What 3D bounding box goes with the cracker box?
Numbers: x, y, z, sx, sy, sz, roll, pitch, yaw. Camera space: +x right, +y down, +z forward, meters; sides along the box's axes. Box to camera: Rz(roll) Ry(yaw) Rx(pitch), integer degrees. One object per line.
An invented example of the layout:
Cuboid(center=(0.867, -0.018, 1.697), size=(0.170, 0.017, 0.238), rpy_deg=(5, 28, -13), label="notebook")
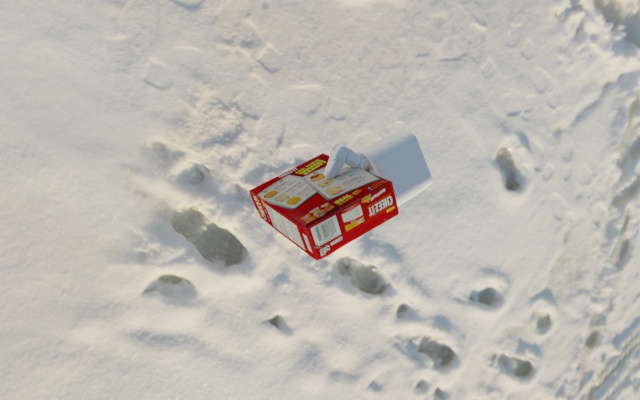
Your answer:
Cuboid(center=(0.000, 0.003, 0.808), size=(0.164, 0.072, 0.213), rpy_deg=(-28, 29, -21), label="cracker box")
